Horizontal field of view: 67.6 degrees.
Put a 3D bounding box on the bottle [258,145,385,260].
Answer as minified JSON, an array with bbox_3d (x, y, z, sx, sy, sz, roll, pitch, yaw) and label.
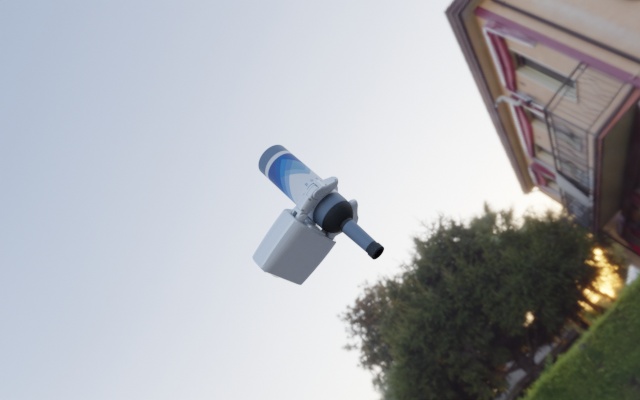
[{"bbox_3d":[0.000,0.003,0.843,0.069,0.069,0.295,0,34,-50],"label":"bottle"}]
